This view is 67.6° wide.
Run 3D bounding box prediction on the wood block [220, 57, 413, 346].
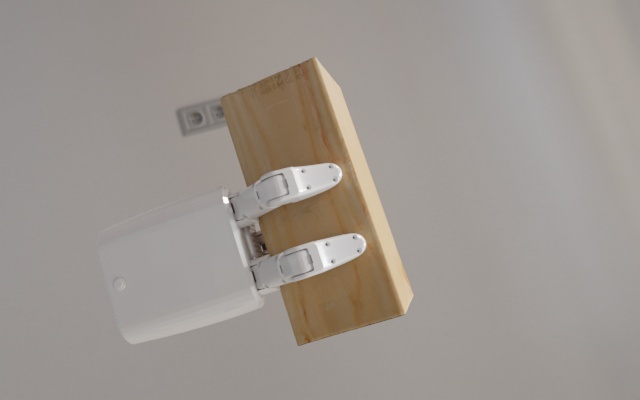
[{"bbox_3d":[0.000,0.002,0.407,0.090,0.206,0.091,-20,-7,12],"label":"wood block"}]
